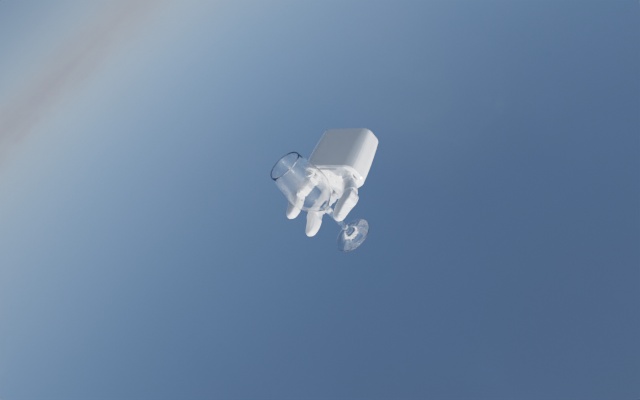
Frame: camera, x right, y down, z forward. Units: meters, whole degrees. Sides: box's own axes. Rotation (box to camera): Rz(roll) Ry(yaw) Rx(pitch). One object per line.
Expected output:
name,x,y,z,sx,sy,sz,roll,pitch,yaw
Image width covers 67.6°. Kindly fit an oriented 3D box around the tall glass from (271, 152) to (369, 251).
tall glass,0.001,0.003,0.844,0.079,0.079,0.201,0,-38,51
